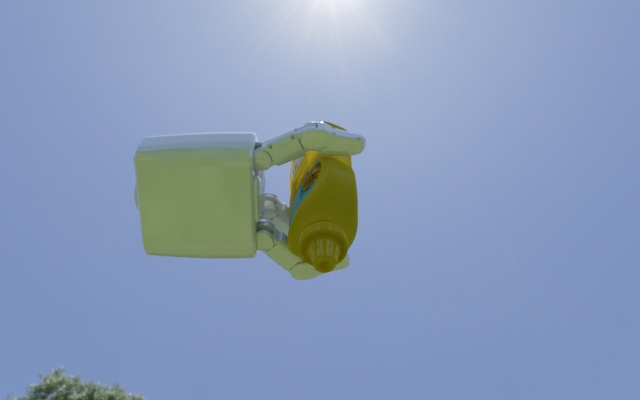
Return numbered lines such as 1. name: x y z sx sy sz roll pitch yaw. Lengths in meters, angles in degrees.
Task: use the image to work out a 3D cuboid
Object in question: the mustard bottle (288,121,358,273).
1. mustard bottle: 0.000 0.001 0.455 0.058 0.096 0.191 21 28 -13
